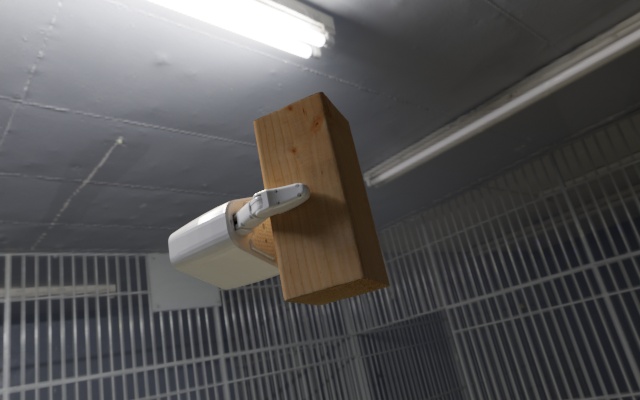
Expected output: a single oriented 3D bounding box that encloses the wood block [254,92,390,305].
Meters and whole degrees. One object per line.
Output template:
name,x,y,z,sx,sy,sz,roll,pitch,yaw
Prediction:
wood block,0.000,0.002,0.527,0.090,0.206,0.091,-19,-21,19
